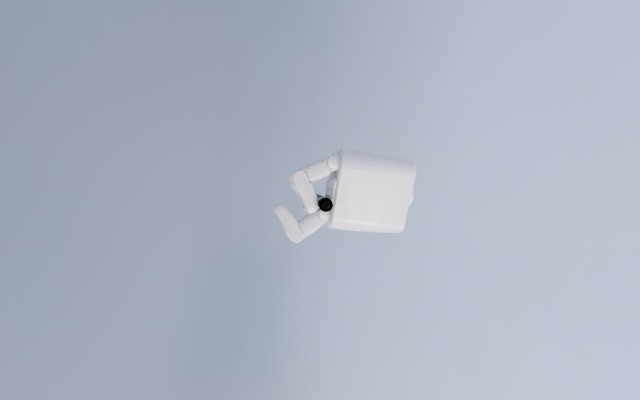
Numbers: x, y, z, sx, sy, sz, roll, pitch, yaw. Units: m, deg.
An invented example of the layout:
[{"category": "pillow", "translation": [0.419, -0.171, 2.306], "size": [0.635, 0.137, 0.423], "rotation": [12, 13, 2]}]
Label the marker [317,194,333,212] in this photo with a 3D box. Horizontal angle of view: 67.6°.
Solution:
[{"category": "marker", "translation": [0.000, 0.002, 0.671], "size": [0.020, 0.020, 0.121], "rotation": [0, 3, -8]}]
